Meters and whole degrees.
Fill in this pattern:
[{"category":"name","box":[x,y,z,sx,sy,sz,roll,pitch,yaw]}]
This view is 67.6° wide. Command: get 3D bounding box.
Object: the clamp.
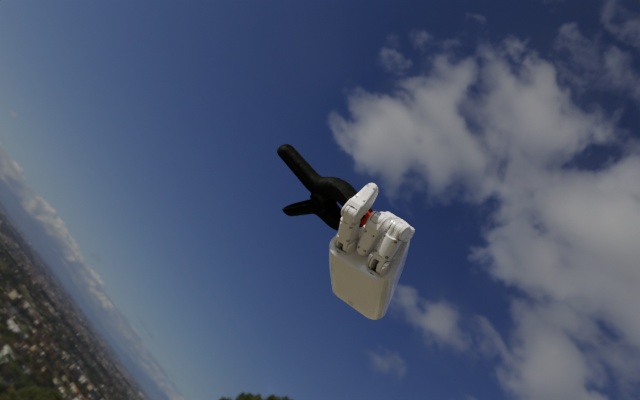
[{"category":"clamp","box":[0.001,0.002,0.684,0.171,0.120,0.039,35,54,30]}]
